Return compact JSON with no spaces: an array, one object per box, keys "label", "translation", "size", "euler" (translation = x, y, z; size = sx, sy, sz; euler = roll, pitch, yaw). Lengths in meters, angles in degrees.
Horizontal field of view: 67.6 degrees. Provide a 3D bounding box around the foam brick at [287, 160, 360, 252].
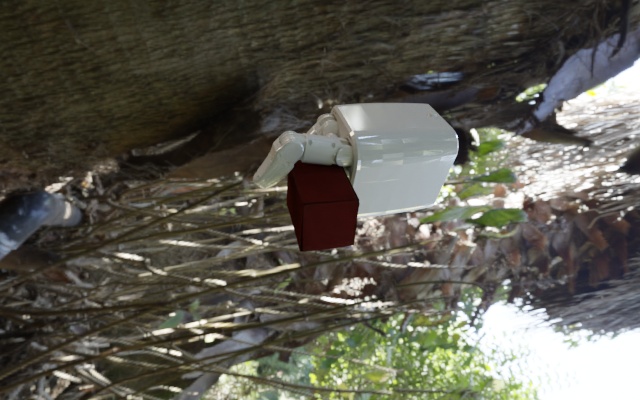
[{"label":"foam brick","translation":[0.000,0.002,0.442],"size":[0.051,0.053,0.078],"euler":[-4,35,-12]}]
